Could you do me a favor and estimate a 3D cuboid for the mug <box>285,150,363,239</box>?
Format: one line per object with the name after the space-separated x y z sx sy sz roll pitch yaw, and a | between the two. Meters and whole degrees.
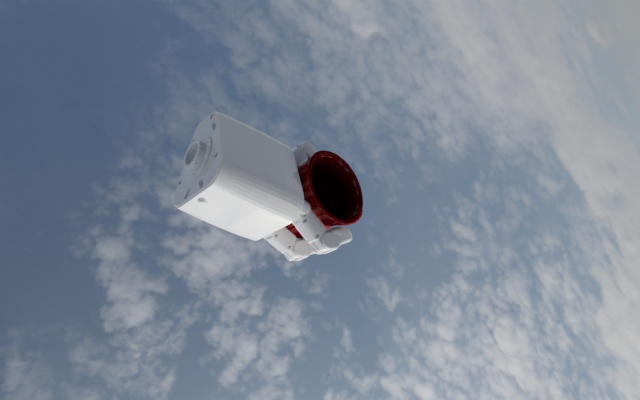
0.001 0.002 0.593 0.117 0.093 0.081 27 -39 -36 | mug
